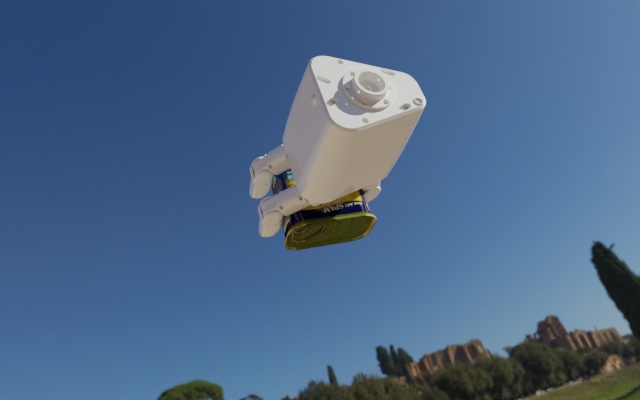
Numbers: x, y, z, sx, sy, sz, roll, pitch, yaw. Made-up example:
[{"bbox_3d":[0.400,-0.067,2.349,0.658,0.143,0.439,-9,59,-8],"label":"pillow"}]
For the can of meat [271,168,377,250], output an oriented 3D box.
[{"bbox_3d":[0.000,0.002,0.538,0.102,0.084,0.057,-8,-30,-18],"label":"can of meat"}]
